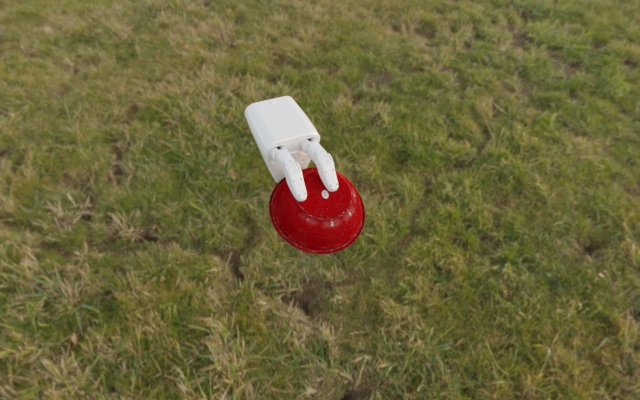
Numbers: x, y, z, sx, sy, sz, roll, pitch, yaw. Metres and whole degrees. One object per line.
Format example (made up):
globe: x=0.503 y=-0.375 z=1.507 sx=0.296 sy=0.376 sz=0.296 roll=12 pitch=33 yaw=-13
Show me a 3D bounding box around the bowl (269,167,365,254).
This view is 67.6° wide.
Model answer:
bowl: x=0.001 y=0.003 z=0.765 sx=0.162 sy=0.162 sz=0.055 roll=0 pitch=-29 yaw=-12
